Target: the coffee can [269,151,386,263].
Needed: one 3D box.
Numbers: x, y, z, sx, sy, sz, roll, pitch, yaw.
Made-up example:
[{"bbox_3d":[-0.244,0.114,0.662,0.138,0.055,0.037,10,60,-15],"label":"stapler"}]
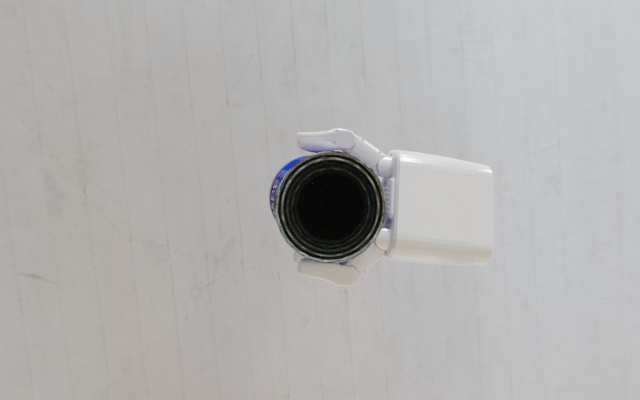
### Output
[{"bbox_3d":[0.000,0.002,0.499,0.103,0.103,0.140,0,4,-8],"label":"coffee can"}]
